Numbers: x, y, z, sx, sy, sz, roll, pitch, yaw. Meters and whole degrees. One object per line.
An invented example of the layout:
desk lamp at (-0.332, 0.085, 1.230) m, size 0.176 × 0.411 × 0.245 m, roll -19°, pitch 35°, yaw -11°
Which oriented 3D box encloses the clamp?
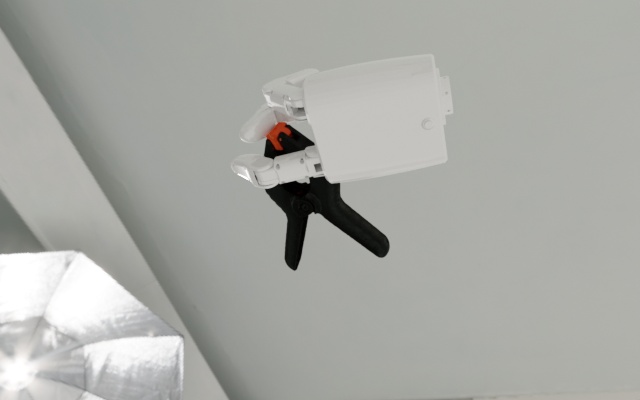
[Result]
clamp at (0.000, 0.001, 0.481) m, size 0.120 × 0.172 × 0.039 m, roll -7°, pitch 33°, yaw 15°
